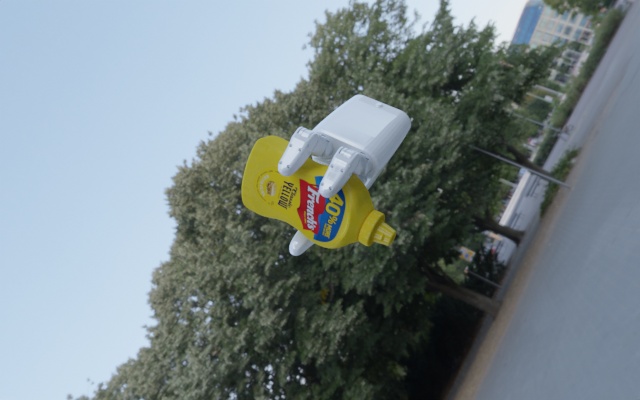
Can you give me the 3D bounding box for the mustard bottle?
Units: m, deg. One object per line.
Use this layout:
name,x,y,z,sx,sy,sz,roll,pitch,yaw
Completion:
mustard bottle,0.000,0.002,0.560,0.191,0.096,0.058,27,25,19
